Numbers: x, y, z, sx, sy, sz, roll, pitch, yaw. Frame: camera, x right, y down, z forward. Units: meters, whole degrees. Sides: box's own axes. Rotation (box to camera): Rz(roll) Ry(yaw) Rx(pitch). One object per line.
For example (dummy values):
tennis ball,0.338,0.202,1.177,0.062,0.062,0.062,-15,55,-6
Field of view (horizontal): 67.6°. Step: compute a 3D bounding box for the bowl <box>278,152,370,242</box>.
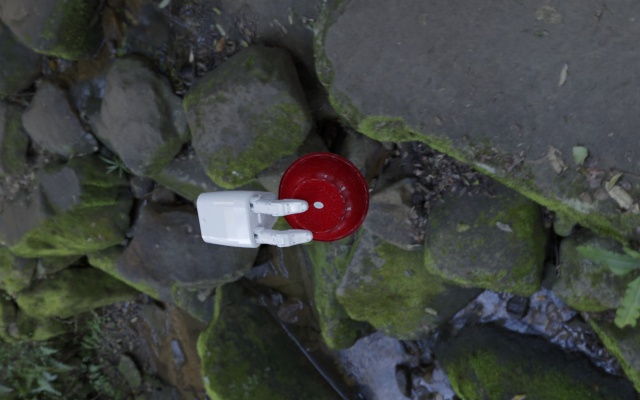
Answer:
bowl,0.001,0.002,0.802,0.162,0.162,0.055,0,16,10
